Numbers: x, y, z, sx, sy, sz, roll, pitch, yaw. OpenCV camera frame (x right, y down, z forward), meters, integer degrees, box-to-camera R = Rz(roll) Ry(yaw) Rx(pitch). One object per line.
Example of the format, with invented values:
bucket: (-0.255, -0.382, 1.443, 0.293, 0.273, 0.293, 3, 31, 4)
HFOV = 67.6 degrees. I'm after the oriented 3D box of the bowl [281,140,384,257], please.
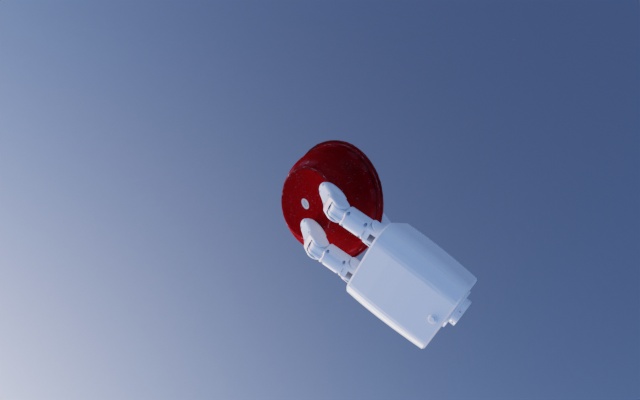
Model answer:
bowl: (-0.001, 0.002, 0.617, 0.162, 0.162, 0.055, 0, 3, 42)
